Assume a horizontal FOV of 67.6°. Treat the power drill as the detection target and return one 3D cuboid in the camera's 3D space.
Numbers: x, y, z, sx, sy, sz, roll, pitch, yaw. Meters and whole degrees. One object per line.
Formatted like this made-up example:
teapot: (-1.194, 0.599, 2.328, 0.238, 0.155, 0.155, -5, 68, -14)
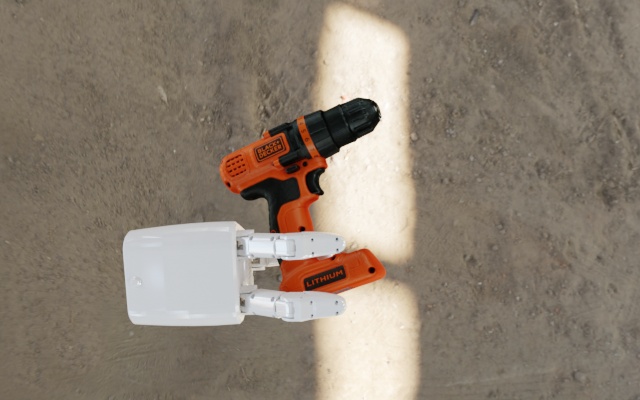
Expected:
power drill: (0.000, 0.002, 0.492, 0.184, 0.187, 0.057, -24, -17, 13)
